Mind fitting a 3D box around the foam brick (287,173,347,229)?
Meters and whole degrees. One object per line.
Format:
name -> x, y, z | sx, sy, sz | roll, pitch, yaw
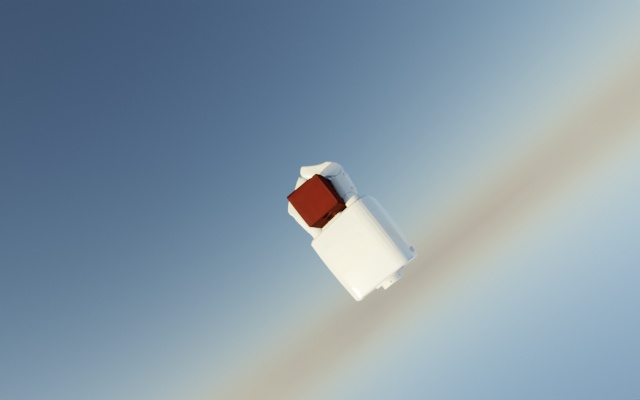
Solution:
foam brick -> 0.000, 0.002, 0.651 | 0.053, 0.051, 0.078 | -40, -14, 11
